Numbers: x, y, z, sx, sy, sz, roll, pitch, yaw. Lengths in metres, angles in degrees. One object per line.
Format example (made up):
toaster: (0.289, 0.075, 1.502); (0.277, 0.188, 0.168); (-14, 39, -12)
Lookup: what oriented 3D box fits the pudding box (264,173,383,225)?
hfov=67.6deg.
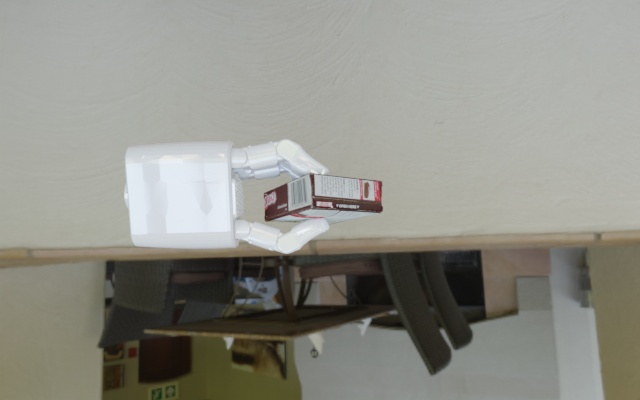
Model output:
pudding box: (0.000, 0.002, 0.525); (0.090, 0.039, 0.113); (3, -9, -30)
